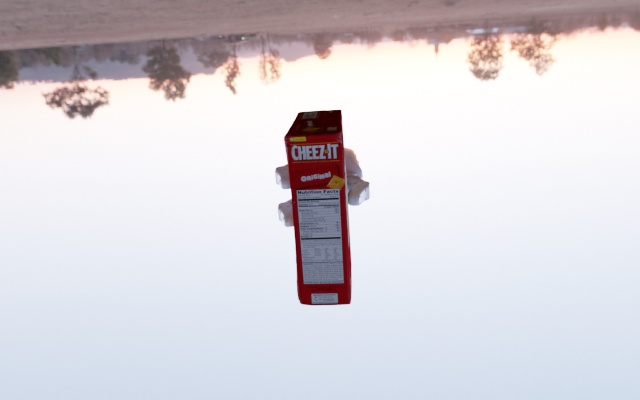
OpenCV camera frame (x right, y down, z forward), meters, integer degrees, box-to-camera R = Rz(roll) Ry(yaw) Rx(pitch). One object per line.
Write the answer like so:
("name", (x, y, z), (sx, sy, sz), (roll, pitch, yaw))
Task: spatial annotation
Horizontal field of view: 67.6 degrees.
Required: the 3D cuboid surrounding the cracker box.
("cracker box", (0.000, 0.002, 0.616), (0.072, 0.214, 0.164), (-3, 19, 3))
